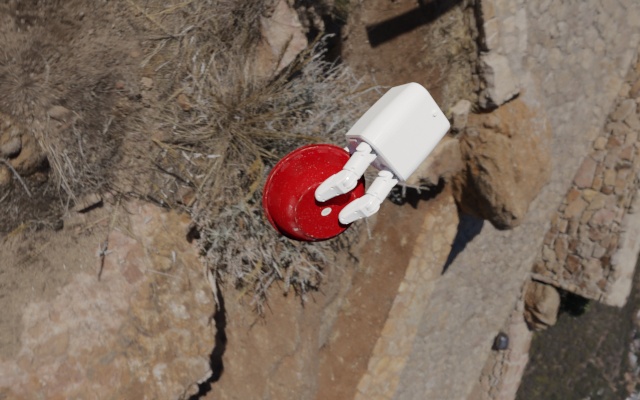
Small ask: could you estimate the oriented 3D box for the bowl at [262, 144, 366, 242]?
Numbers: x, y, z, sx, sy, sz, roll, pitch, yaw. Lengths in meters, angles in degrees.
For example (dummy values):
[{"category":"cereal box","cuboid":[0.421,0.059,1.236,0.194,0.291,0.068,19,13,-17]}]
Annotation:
[{"category":"bowl","cuboid":[0.000,0.004,0.694,0.162,0.162,0.055,0,26,-20]}]
